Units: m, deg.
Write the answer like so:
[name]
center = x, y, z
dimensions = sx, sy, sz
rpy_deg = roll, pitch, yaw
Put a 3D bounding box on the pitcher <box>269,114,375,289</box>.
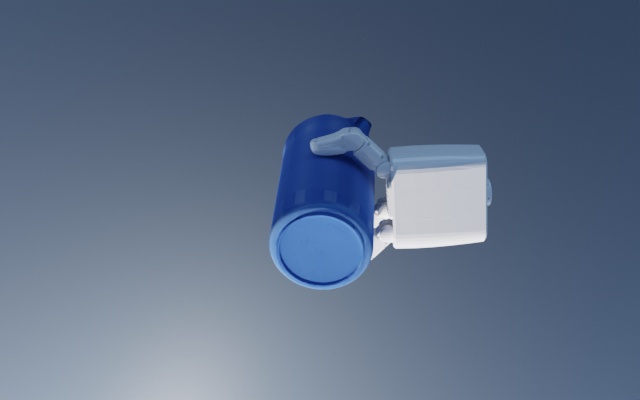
[pitcher]
center = 0.000, 0.002, 0.590
dimensions = 0.145, 0.149, 0.242
rpy_deg = -3, 28, 5
